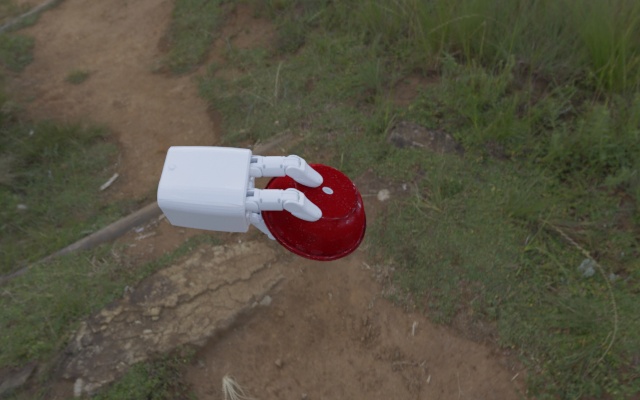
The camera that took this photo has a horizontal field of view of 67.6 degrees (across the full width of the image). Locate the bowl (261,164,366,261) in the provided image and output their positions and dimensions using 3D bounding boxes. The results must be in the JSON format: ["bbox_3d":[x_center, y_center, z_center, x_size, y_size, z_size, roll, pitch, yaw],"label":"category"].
[{"bbox_3d":[0.001,0.002,0.675,0.162,0.162,0.055,0,-34,-23],"label":"bowl"}]
